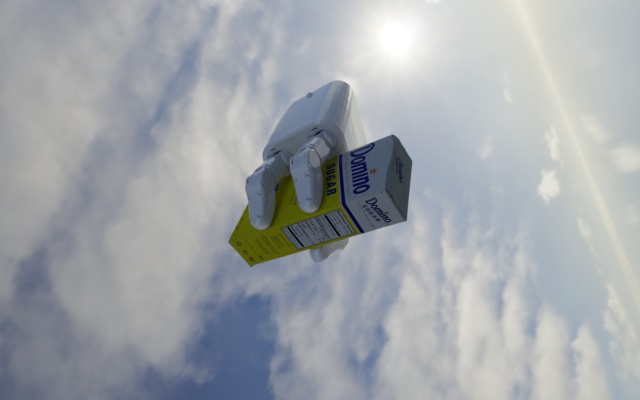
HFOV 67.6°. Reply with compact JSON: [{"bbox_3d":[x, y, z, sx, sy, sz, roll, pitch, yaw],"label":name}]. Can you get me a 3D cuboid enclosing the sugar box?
[{"bbox_3d":[0.000,0.001,0.471,0.176,0.048,0.093,-22,31,29],"label":"sugar box"}]
